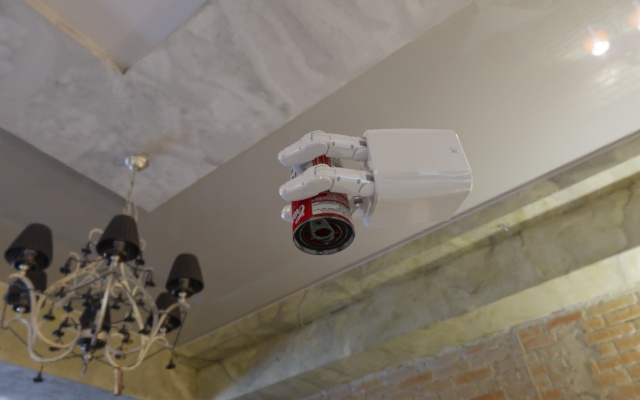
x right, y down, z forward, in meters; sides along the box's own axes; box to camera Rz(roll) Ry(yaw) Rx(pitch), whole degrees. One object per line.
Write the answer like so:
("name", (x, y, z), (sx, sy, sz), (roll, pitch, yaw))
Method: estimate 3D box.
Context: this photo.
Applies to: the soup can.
("soup can", (0.000, 0.002, 0.547), (0.068, 0.102, 0.069), (-3, -41, -3))
